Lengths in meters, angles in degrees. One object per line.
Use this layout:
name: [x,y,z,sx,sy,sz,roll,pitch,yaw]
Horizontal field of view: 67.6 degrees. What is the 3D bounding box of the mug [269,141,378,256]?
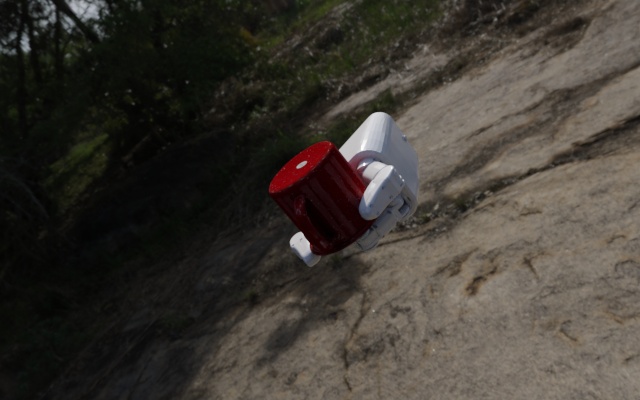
mug: [0.000,0.002,0.473,0.093,0.081,0.117,-28,24,28]
